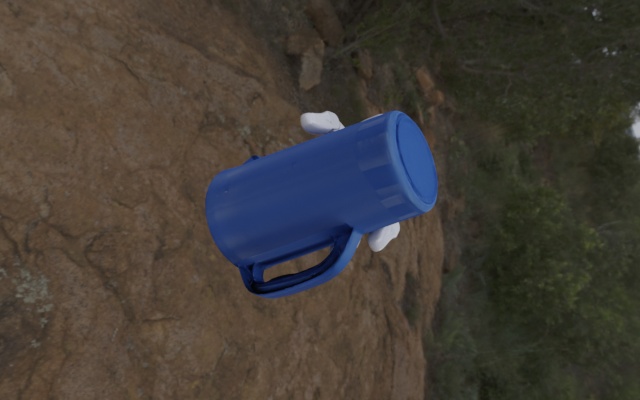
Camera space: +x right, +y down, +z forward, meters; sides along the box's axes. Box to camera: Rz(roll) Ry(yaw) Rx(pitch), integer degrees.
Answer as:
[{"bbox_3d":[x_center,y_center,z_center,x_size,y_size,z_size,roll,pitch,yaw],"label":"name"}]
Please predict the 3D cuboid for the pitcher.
[{"bbox_3d":[0.000,0.002,0.532,0.243,0.149,0.145,-19,13,31],"label":"pitcher"}]
